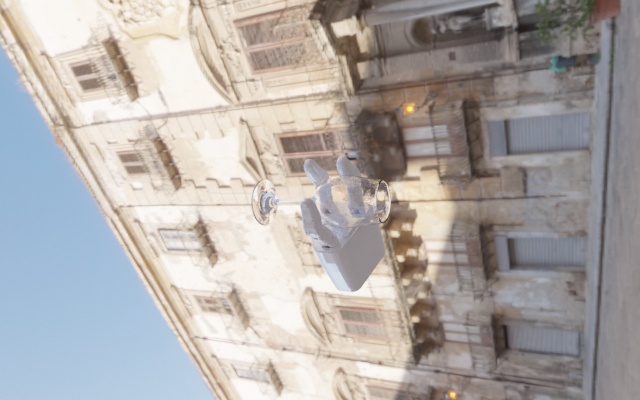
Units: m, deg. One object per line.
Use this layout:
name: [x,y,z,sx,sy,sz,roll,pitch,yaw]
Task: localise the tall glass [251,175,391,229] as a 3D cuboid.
tall glass: [-0.001,0.002,0.713,0.201,0.079,0.079,-1,0,27]
